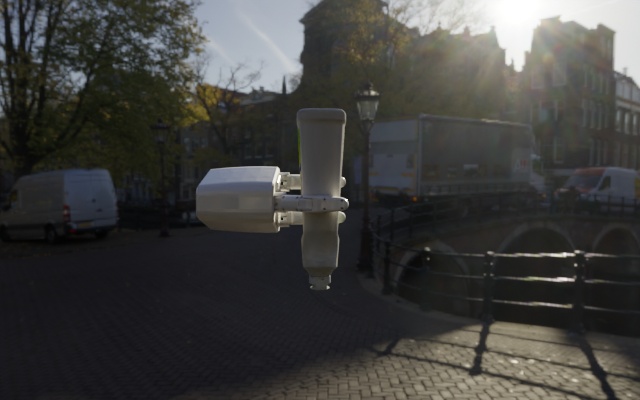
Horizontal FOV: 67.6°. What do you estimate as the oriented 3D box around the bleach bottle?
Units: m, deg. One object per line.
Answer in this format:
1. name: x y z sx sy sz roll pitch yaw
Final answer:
1. bleach bottle: 0.000 0.002 0.676 0.068 0.251 0.102 0 3 0
